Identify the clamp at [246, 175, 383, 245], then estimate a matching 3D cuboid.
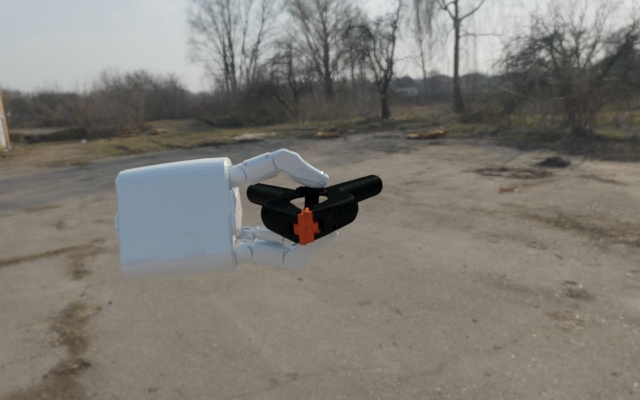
[{"bbox_3d":[0.000,0.001,0.497,0.164,0.036,0.210,-6,11,-4],"label":"clamp"}]
